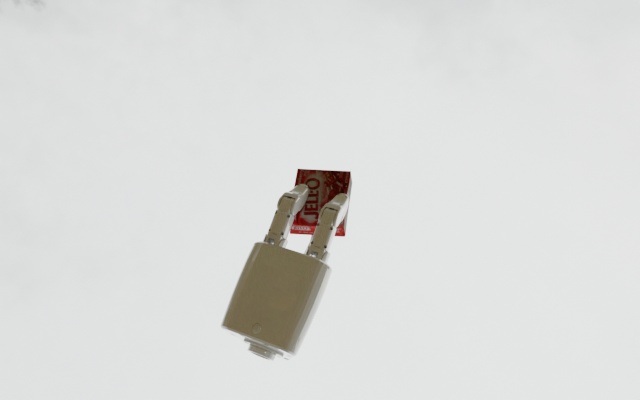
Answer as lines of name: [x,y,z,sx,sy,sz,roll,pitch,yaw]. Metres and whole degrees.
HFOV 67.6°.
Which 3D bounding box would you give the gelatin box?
gelatin box: [0.000,0.002,0.622,0.073,0.089,0.030,3,-32,10]
